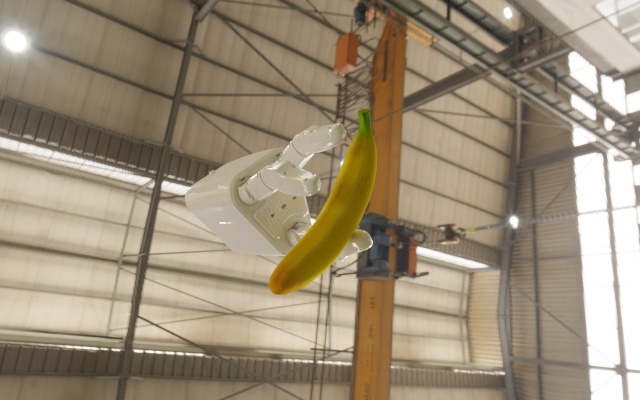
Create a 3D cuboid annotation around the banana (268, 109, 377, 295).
[{"bbox_3d":[0.011,0.009,0.447,0.037,0.197,0.070,3,-33,40],"label":"banana"}]
